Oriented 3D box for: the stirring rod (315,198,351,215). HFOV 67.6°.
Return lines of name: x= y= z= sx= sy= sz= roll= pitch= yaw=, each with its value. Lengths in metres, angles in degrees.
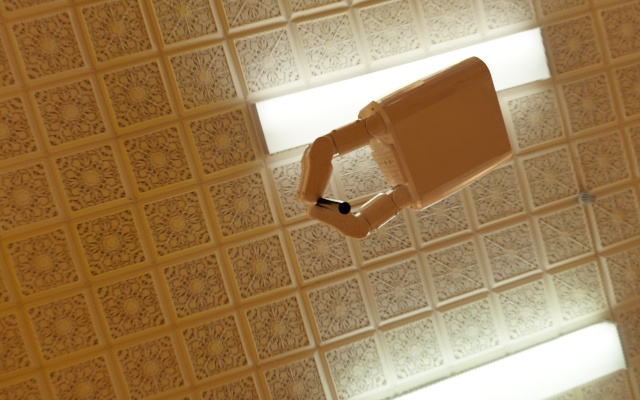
stirring rod: x=0.000 y=0.001 z=0.415 sx=0.011 sy=0.011 sz=0.239 roll=0 pitch=2 yaw=-7
